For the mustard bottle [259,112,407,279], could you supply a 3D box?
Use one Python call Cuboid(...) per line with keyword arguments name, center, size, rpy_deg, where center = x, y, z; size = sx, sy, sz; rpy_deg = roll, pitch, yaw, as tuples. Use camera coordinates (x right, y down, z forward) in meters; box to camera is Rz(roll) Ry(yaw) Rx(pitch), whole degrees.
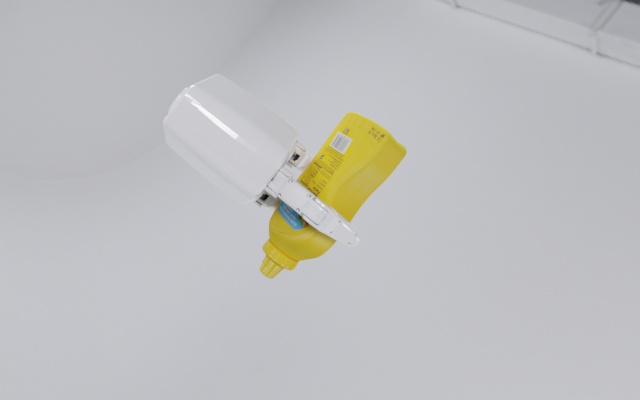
Cuboid(name="mustard bottle", center=(0.000, 0.002, 0.496), size=(0.058, 0.191, 0.096), rpy_deg=(36, 4, -34))
